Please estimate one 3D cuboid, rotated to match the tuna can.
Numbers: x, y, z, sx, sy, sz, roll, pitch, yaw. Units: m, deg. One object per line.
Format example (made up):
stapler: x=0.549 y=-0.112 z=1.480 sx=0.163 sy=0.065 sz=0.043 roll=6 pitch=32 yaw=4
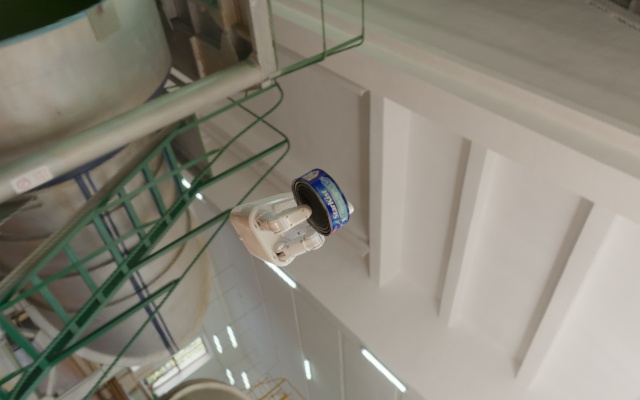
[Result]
tuna can: x=0.001 y=0.002 z=0.625 sx=0.033 sy=0.086 sz=0.086 roll=-32 pitch=12 yaw=-21
